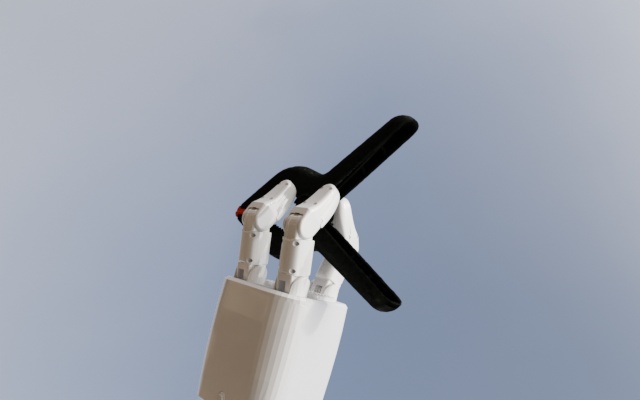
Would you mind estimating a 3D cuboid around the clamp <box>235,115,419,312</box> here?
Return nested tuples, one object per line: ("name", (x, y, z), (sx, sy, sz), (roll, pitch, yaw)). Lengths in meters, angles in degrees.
("clamp", (0.000, 0.002, 0.451), (0.210, 0.164, 0.036), (6, -11, 43))
